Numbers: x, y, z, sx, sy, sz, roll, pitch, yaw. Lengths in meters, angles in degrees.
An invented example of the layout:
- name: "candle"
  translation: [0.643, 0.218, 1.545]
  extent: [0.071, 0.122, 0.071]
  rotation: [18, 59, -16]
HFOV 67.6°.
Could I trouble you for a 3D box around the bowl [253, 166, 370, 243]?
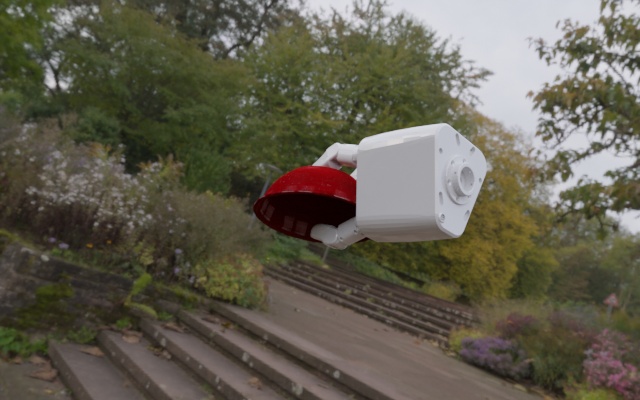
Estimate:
- name: "bowl"
  translation: [-0.001, 0.002, 0.602]
  extent: [0.162, 0.055, 0.162]
  rotation: [7, -24, 3]
